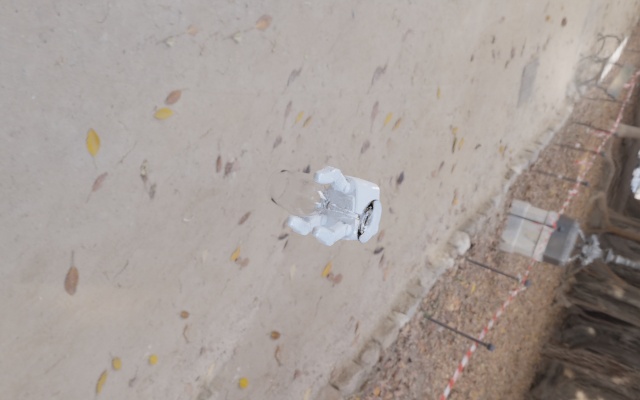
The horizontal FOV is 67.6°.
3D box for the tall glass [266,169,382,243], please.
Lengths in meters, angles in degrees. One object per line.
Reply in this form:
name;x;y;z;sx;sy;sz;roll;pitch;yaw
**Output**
tall glass;0.001;0.003;0.820;0.201;0.079;0.079;21;11;30
